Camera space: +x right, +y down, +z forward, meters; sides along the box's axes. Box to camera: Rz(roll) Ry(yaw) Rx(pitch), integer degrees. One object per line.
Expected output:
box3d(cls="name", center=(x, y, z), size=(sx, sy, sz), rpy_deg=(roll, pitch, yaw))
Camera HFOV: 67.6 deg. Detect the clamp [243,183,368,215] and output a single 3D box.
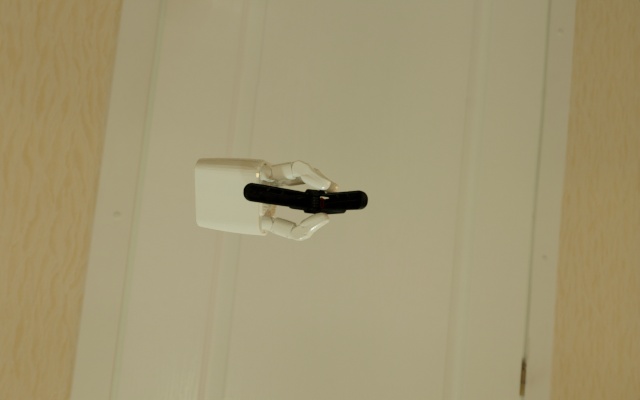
box3d(cls="clamp", center=(0.000, 0.003, 0.704), size=(0.164, 0.036, 0.210), rpy_deg=(5, -4, 15))
